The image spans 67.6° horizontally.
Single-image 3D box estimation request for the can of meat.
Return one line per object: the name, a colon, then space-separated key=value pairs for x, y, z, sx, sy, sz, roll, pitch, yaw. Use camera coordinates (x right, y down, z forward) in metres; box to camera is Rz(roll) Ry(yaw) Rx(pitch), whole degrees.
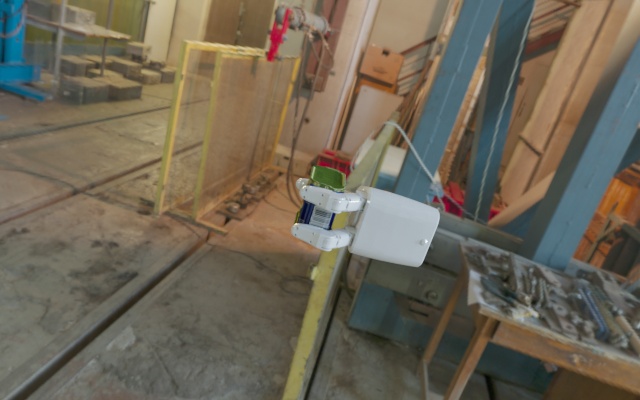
can of meat: x=0.000 y=0.002 z=0.693 sx=0.057 sy=0.084 sz=0.102 roll=16 pitch=19 yaw=-3
